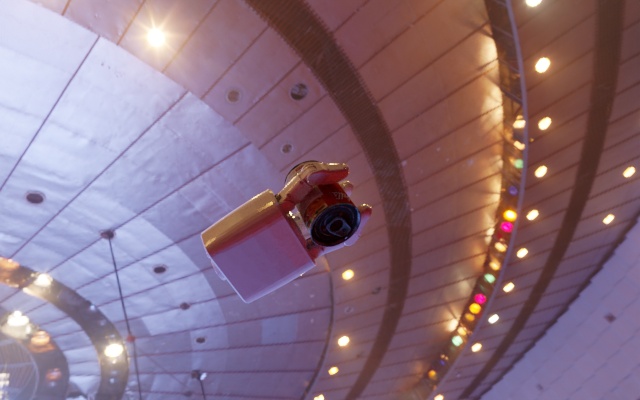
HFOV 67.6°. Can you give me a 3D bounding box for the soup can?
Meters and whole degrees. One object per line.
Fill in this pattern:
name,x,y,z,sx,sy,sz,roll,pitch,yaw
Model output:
soup can,0.000,0.002,0.620,0.068,0.068,0.102,0,36,-28
